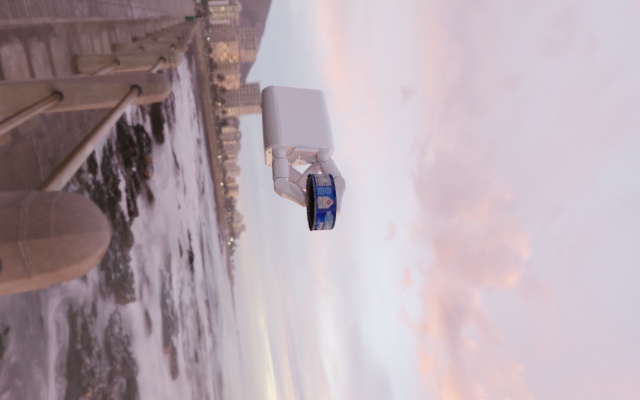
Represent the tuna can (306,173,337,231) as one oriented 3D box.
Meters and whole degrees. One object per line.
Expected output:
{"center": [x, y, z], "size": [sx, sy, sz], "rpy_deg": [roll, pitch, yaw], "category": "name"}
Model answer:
{"center": [0.001, 0.002, 0.707], "size": [0.034, 0.086, 0.086], "rpy_deg": [-2, 0, -9], "category": "tuna can"}
